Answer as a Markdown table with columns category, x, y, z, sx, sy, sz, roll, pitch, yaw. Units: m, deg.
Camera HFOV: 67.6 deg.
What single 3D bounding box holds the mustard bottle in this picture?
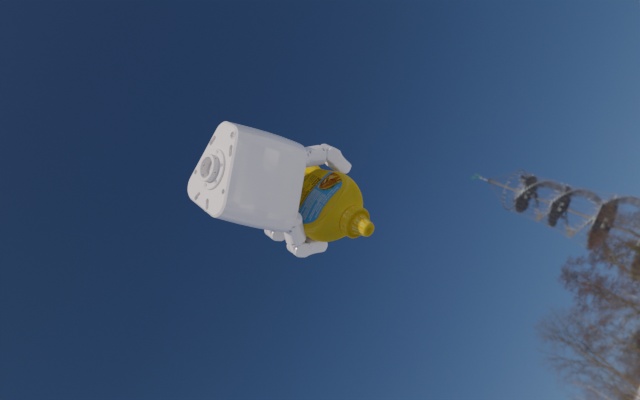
| category | x | y | z | sx | sy | sz | roll | pitch | yaw |
| --- | --- | --- | --- | --- | --- | --- | --- | --- | --- |
| mustard bottle | 0.000 | 0.002 | 0.644 | 0.191 | 0.096 | 0.058 | 29 | -12 | 45 |
